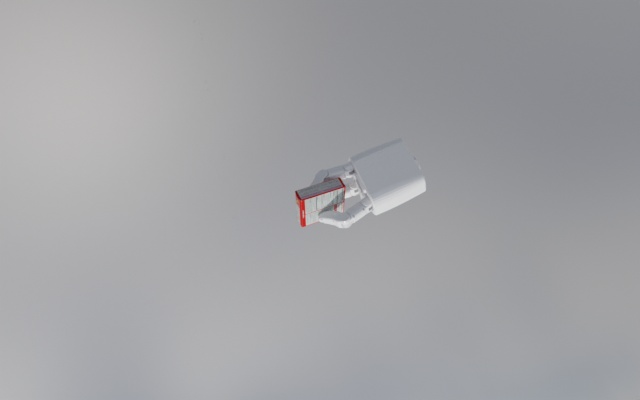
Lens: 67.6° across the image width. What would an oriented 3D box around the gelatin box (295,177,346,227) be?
[{"bbox_3d":[0.000,0.003,0.864,0.089,0.073,0.030,-19,50,-16],"label":"gelatin box"}]
